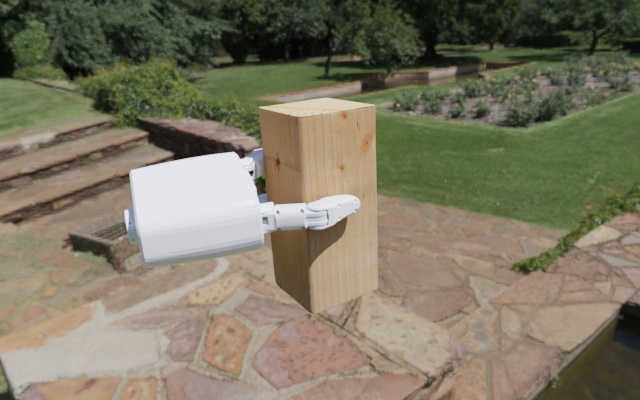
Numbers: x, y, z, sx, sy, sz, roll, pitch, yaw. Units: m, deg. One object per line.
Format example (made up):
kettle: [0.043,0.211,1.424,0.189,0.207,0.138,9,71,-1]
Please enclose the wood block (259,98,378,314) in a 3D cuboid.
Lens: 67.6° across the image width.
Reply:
wood block: [0.000,0.002,0.516,0.090,0.206,0.090,-15,23,-29]
